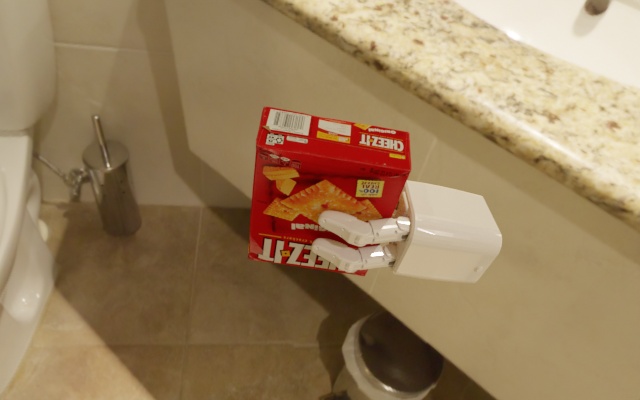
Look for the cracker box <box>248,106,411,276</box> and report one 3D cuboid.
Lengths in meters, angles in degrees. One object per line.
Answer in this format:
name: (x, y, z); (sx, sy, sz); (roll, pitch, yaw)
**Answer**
cracker box: (0.000, 0.002, 0.577); (0.164, 0.072, 0.214); (9, -41, -4)
